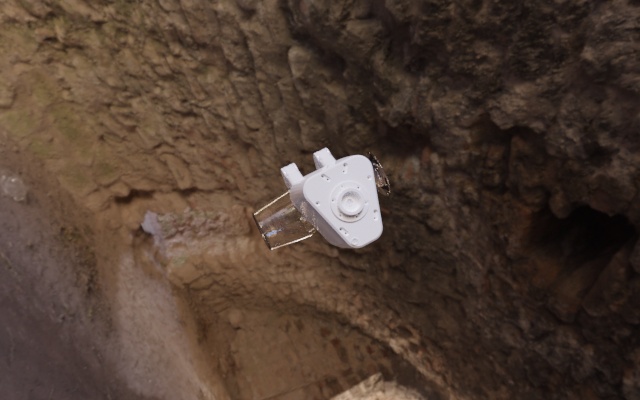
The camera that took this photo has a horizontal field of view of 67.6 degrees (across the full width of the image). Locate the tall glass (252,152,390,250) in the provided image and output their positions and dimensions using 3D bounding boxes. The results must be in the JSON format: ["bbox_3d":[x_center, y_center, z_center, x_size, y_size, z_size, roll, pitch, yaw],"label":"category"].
[{"bbox_3d":[0.001,0.002,0.719,0.201,0.079,0.079,-27,5,-10],"label":"tall glass"}]
